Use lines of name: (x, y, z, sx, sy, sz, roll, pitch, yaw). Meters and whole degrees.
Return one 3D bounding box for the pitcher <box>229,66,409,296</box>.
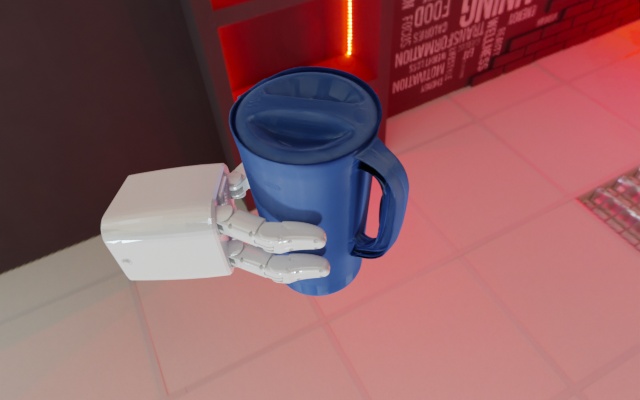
pitcher: (0.000, 0.002, 0.495, 0.145, 0.149, 0.243, -7, -41, -2)
